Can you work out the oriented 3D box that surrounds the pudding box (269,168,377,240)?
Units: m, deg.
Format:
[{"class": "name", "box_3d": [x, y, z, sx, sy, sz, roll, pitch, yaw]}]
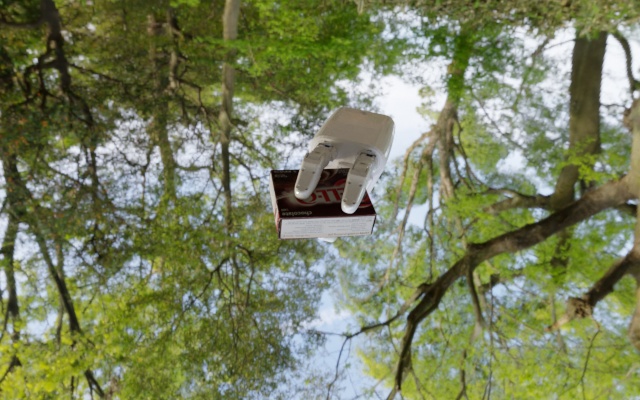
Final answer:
[{"class": "pudding box", "box_3d": [0.000, 0.002, 0.560, 0.113, 0.039, 0.090, -4, 39, -11]}]
